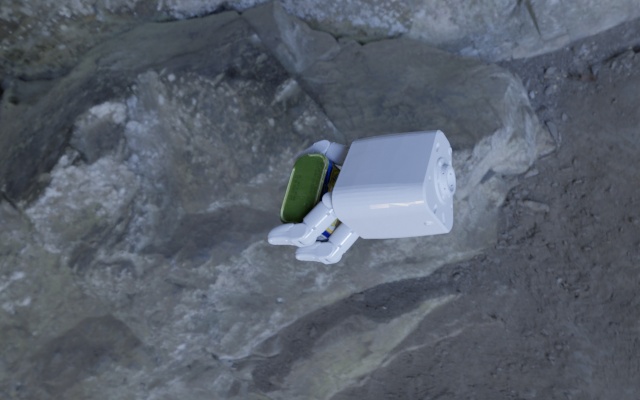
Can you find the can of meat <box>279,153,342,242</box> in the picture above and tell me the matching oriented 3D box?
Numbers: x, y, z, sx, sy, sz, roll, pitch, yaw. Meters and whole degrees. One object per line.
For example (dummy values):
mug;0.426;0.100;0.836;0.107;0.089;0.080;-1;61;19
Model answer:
can of meat;0.000;0.002;0.599;0.057;0.102;0.084;0;-24;34
